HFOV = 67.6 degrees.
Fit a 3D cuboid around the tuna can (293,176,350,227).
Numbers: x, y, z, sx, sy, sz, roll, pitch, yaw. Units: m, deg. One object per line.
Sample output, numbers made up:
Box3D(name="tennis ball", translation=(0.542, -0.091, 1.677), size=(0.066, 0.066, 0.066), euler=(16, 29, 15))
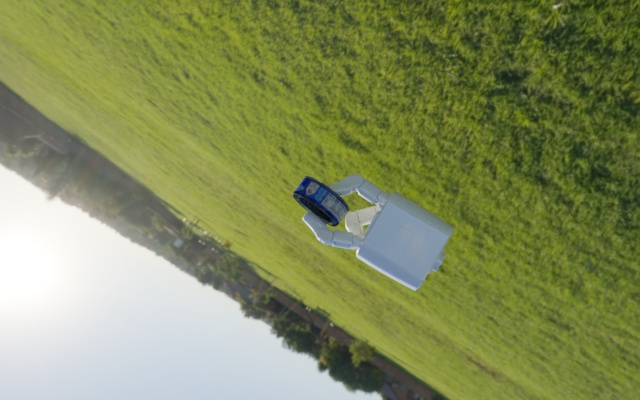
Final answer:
Box3D(name="tuna can", translation=(0.000, 0.003, 0.727), size=(0.086, 0.033, 0.086), euler=(35, -12, 8))
